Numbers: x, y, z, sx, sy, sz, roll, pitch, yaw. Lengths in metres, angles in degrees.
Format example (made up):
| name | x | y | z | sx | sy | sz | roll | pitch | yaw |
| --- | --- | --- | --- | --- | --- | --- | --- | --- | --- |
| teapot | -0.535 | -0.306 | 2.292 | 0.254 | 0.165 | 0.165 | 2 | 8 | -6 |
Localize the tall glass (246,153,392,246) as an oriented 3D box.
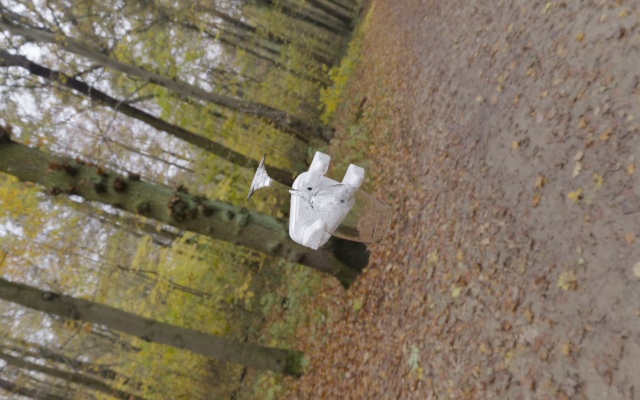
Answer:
| name | x | y | z | sx | sy | sz | roll | pitch | yaw |
| --- | --- | --- | --- | --- | --- | --- | --- | --- | --- |
| tall glass | -0.001 | 0.002 | 0.693 | 0.201 | 0.079 | 0.079 | 21 | -3 | -6 |
